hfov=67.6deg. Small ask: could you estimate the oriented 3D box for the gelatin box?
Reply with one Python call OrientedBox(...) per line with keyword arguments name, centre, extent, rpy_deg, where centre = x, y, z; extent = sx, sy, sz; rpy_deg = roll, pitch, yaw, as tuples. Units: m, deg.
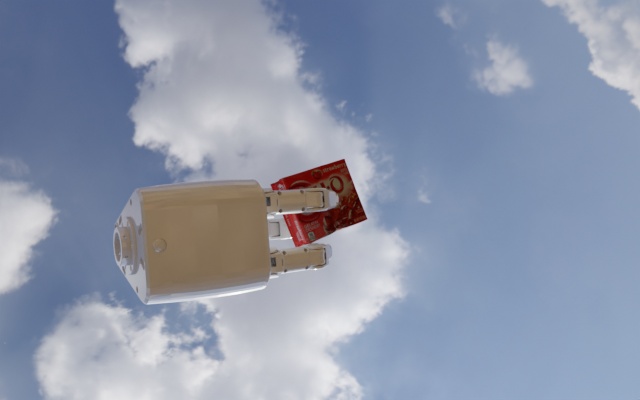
OrientedBox(name="gelatin box", centre=(0.000, 0.002, 0.513), extent=(0.089, 0.073, 0.030), rpy_deg=(-19, -3, -36))
